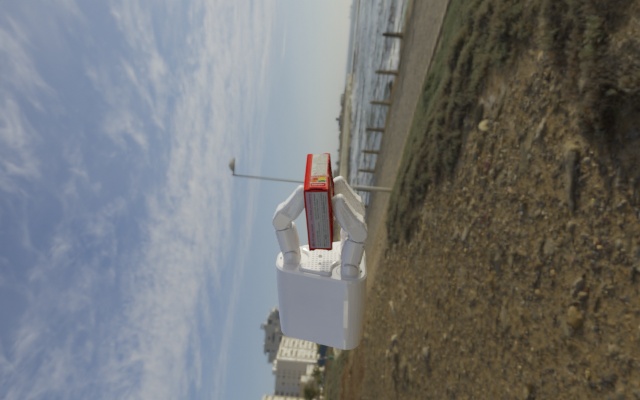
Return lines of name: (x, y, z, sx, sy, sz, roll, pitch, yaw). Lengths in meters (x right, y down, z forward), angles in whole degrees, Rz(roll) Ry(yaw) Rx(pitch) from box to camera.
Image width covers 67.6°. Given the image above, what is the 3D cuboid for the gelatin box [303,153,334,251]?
gelatin box: (0.000, 0.002, 0.547, 0.030, 0.089, 0.073, -2, 37, 5)
